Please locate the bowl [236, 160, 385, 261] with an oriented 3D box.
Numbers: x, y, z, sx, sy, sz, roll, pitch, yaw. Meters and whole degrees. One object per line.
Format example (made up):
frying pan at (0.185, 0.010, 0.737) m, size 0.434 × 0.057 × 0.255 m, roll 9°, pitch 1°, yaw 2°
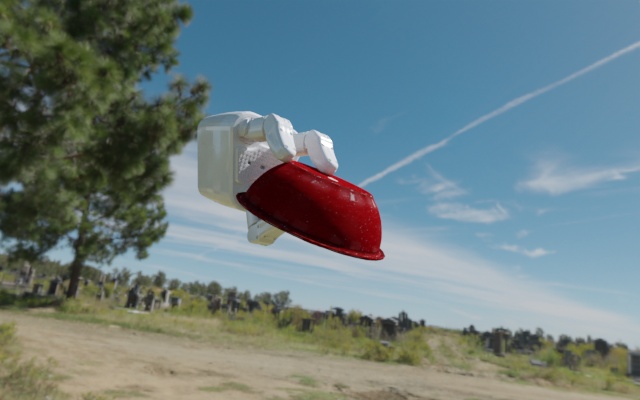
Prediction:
bowl at (0.001, 0.002, 0.481) m, size 0.162 × 0.055 × 0.162 m, roll 23°, pitch 7°, yaw -3°
